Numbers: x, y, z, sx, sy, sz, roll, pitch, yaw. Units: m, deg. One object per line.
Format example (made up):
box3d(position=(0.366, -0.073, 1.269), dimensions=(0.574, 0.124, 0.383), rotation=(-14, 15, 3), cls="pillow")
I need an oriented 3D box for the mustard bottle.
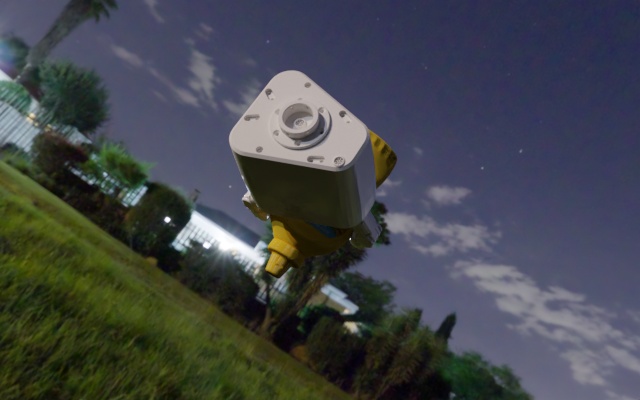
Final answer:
box3d(position=(0.000, 0.002, 0.528), dimensions=(0.096, 0.191, 0.058), rotation=(35, -19, -4), cls="mustard bottle")
